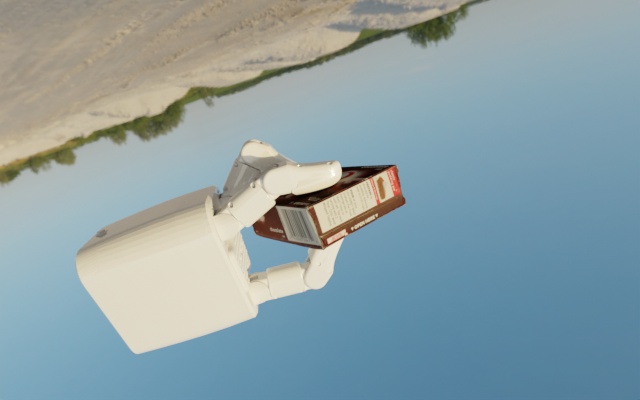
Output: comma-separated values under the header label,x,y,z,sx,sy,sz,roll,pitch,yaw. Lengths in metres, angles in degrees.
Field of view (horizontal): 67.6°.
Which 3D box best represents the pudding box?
label,x,y,z,sx,sy,sz,roll,pitch,yaw
pudding box,0.000,0.001,0.401,0.090,0.039,0.113,-27,18,-29
